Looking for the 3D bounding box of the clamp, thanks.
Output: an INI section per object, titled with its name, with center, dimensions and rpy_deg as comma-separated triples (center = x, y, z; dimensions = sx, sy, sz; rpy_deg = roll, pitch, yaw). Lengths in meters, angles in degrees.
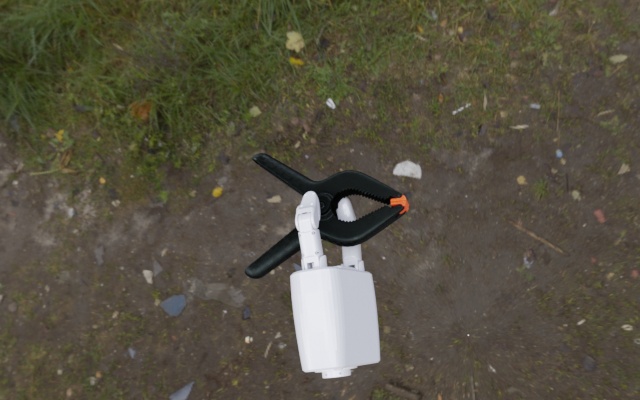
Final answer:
[clamp]
center = 0.000, 0.002, 0.590
dimensions = 0.210, 0.164, 0.036
rpy_deg = -11, -18, 14
